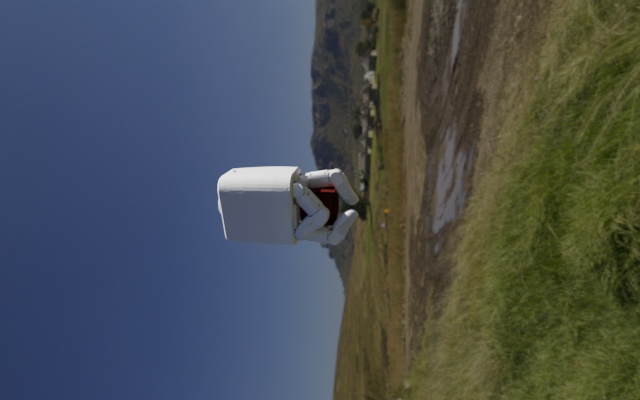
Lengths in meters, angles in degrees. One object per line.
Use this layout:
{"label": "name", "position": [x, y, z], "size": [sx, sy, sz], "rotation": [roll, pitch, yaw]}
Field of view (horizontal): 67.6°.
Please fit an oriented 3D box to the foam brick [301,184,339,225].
{"label": "foam brick", "position": [0.000, 0.002, 0.731], "size": [0.051, 0.053, 0.078], "rotation": [0, 14, 6]}
